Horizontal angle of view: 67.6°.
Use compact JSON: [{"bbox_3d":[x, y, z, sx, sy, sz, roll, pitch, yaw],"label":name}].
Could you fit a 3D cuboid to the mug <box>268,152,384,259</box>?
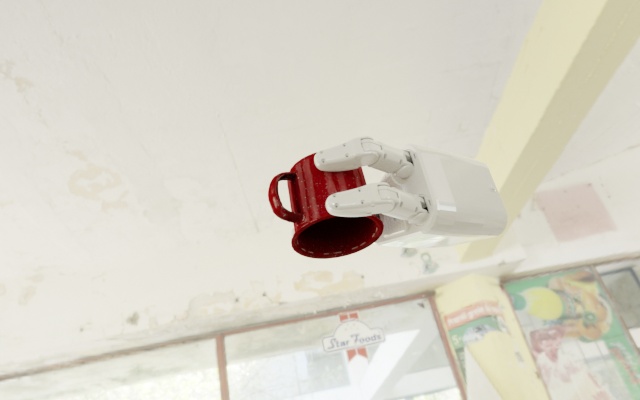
[{"bbox_3d":[-0.001,0.001,0.484,0.117,0.081,0.093,9,-37,-30],"label":"mug"}]
